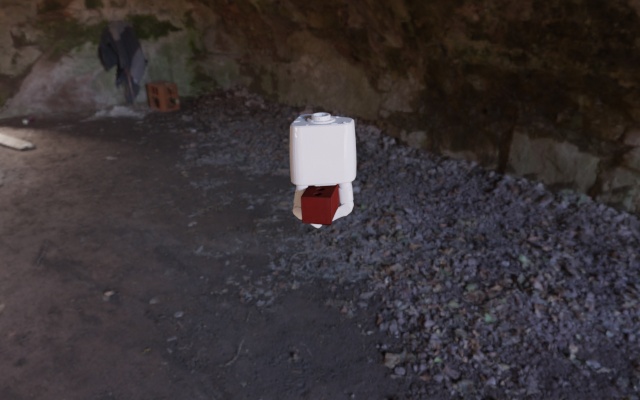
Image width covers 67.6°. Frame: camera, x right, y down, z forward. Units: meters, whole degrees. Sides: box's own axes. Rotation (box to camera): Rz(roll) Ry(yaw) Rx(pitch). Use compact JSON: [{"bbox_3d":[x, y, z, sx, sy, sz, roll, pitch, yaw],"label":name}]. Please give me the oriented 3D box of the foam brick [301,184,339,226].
[{"bbox_3d":[0.000,0.003,0.835,0.053,0.051,0.078,4,24,11],"label":"foam brick"}]
